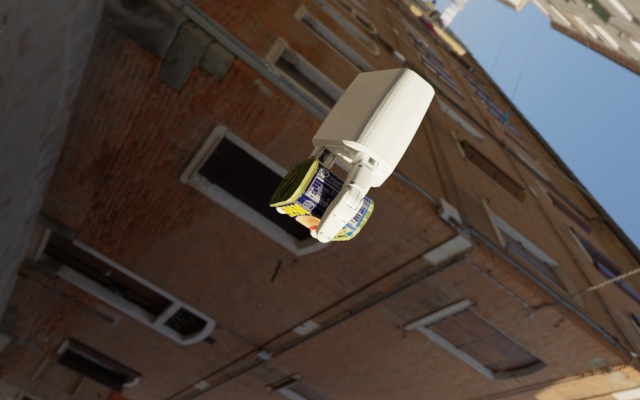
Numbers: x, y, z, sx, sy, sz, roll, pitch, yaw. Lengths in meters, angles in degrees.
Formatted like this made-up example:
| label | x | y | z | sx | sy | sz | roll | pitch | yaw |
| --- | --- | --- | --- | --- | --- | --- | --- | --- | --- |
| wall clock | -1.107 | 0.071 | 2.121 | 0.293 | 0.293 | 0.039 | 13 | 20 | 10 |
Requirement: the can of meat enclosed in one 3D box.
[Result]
| label | x | y | z | sx | sy | sz | roll | pitch | yaw |
| --- | --- | --- | --- | --- | --- | --- | --- | --- | --- |
| can of meat | 0.000 | 0.002 | 0.539 | 0.084 | 0.057 | 0.102 | 34 | -15 | -15 |
